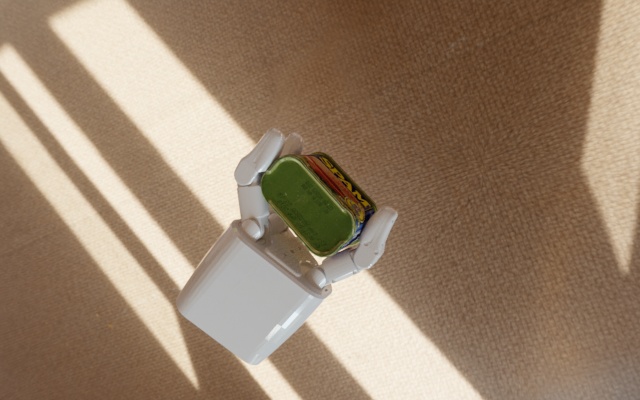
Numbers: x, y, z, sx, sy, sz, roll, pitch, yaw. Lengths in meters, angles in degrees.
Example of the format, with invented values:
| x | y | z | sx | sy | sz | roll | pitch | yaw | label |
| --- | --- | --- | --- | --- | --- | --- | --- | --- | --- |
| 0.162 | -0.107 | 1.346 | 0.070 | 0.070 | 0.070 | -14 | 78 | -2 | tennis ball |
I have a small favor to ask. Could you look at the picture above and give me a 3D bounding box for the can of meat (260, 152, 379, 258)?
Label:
| x | y | z | sx | sy | sz | roll | pitch | yaw | label |
| --- | --- | --- | --- | --- | --- | --- | --- | --- | --- |
| 0.000 | 0.002 | 0.452 | 0.057 | 0.102 | 0.084 | -46 | -10 | 17 | can of meat |
